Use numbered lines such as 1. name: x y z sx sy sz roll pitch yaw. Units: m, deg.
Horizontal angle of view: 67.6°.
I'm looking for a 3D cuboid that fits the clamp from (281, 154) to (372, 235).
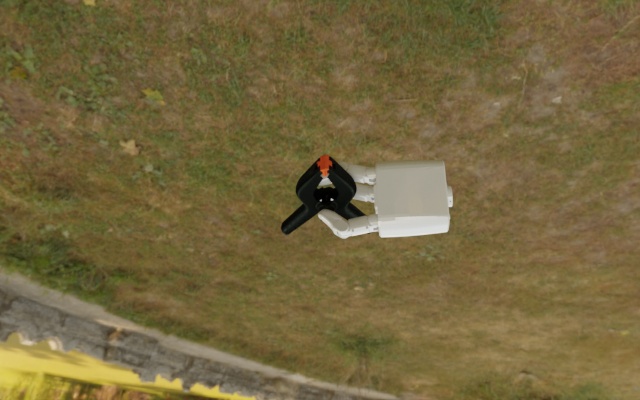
1. clamp: 0.000 0.003 0.773 0.164 0.036 0.210 -6 -33 7
